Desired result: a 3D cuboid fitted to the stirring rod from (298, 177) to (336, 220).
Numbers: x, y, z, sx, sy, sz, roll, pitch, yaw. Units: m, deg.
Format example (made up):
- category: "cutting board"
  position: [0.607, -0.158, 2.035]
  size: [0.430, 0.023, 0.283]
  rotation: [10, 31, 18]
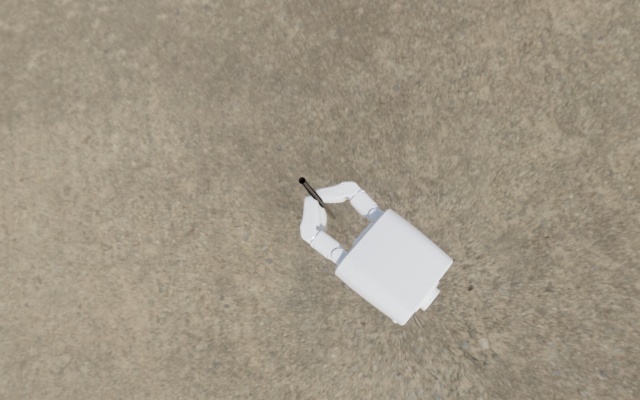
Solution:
- category: "stirring rod"
  position: [0.000, 0.002, 0.643]
  size: [0.011, 0.011, 0.239]
  rotation: [0, -12, 10]
